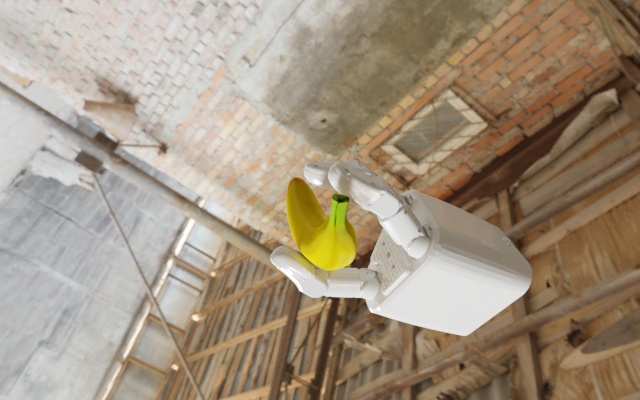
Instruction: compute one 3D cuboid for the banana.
[{"bbox_3d":[-0.001,0.020,0.426,0.037,0.069,0.198,6,5,-15],"label":"banana"}]
